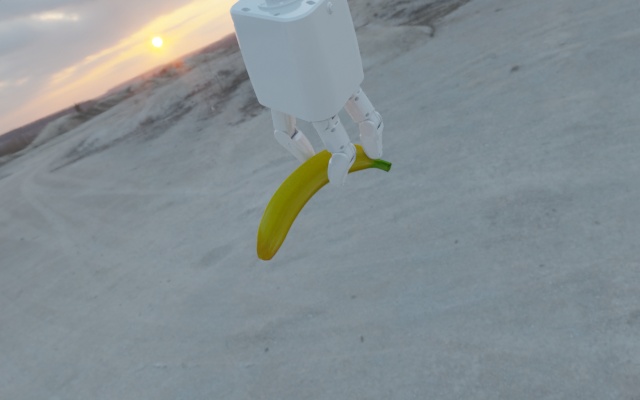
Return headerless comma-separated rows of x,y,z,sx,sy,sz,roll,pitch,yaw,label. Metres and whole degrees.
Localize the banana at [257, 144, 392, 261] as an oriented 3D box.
-0.009,-0.012,0.561,0.198,0.069,0.037,-37,-26,-15,banana
